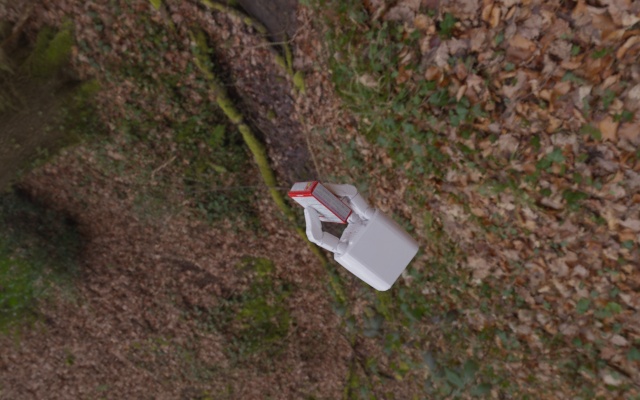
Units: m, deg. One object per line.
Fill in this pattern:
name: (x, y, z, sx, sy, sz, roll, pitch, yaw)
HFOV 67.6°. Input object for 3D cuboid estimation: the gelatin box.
gelatin box: (0.000, 0.003, 0.811, 0.089, 0.030, 0.073, 39, -20, -27)
